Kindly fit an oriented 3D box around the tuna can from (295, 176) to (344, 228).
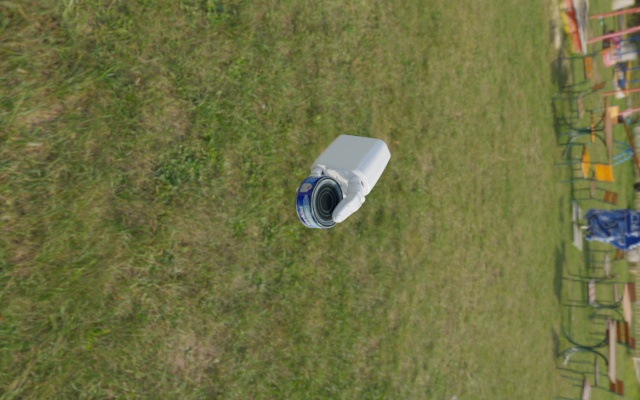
[{"bbox_3d":[0.001,0.003,0.775,0.034,0.086,0.086,2,1,40],"label":"tuna can"}]
